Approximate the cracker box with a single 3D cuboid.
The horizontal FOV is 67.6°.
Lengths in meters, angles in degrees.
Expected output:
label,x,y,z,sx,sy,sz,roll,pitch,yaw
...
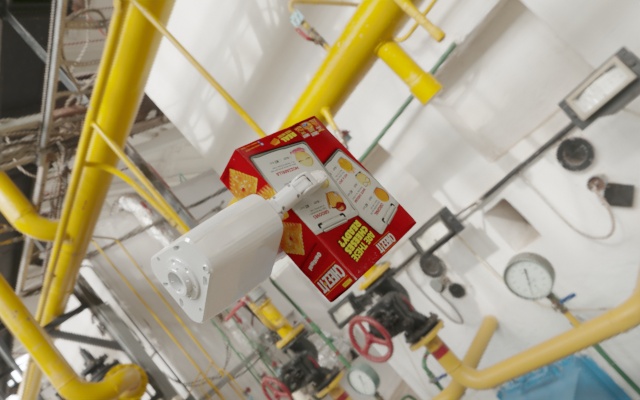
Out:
label,x,y,z,sx,sy,sz,roll,pitch,yaw
cracker box,0.000,0.002,0.631,0.164,0.213,0.072,-33,-12,-46
